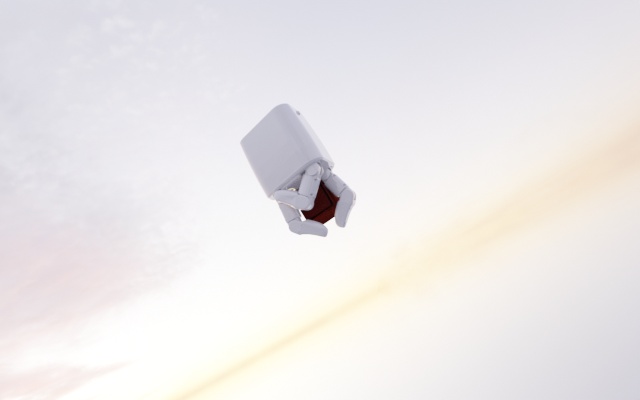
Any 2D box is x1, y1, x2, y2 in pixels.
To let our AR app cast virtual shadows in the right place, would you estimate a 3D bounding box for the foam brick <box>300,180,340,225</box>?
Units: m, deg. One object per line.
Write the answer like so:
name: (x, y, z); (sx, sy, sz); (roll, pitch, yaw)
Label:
foam brick: (0.000, 0.003, 0.761); (0.053, 0.051, 0.078); (-35, -15, 13)
